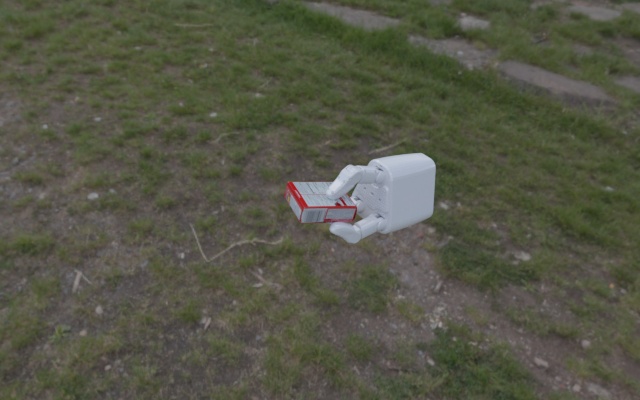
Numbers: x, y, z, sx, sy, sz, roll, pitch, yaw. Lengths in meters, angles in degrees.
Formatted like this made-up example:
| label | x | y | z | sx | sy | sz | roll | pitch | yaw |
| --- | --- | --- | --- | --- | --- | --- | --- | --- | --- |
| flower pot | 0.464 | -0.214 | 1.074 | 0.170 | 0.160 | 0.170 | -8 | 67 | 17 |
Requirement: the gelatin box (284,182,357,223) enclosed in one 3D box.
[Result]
| label | x | y | z | sx | sy | sz | roll | pitch | yaw |
| --- | --- | --- | --- | --- | --- | --- | --- | --- | --- |
| gelatin box | 0.000 | 0.002 | 0.708 | 0.089 | 0.030 | 0.073 | 0 | 33 | -26 |
